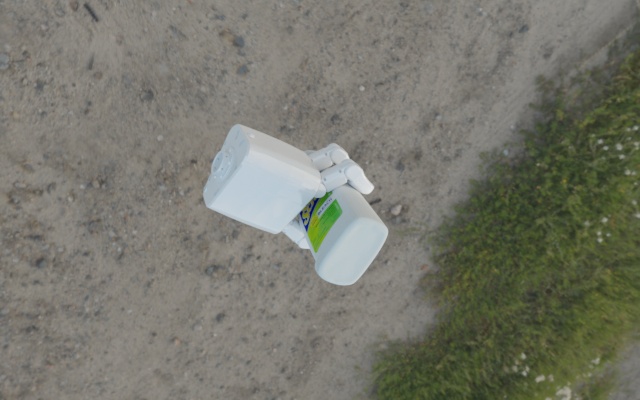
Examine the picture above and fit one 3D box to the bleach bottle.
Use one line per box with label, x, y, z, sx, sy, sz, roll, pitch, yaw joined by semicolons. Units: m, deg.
bleach bottle;0.000;0.002;0.676;0.068;0.102;0.250;24;18;-32
